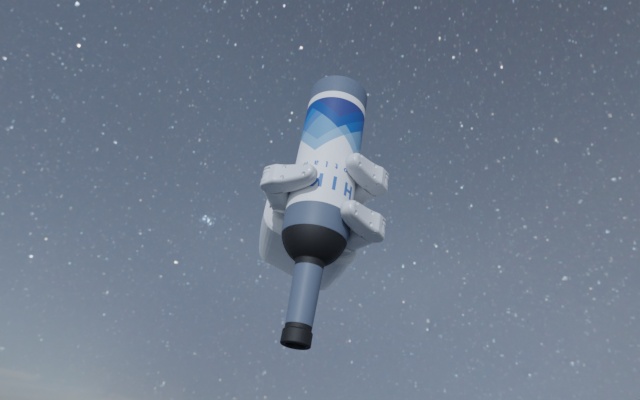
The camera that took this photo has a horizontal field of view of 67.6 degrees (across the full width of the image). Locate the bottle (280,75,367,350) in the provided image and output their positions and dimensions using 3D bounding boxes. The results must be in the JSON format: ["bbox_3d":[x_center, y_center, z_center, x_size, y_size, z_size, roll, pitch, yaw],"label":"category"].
[{"bbox_3d":[0.000,0.001,0.489,0.069,0.295,0.069,7,-30,4],"label":"bottle"}]
